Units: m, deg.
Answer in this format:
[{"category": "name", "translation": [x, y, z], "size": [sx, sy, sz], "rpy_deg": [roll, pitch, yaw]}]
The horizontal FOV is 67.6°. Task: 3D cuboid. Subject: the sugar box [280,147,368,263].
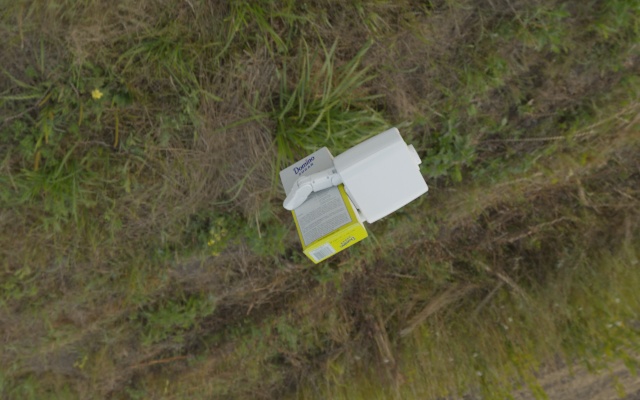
[{"category": "sugar box", "translation": [0.001, 0.003, 0.748], "size": [0.093, 0.176, 0.048], "rpy_deg": [-28, -45, 10]}]
